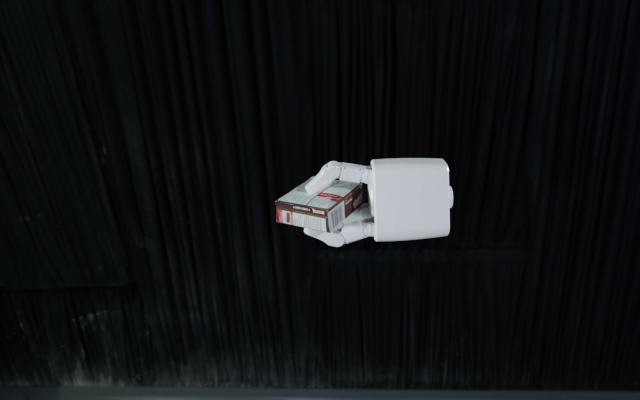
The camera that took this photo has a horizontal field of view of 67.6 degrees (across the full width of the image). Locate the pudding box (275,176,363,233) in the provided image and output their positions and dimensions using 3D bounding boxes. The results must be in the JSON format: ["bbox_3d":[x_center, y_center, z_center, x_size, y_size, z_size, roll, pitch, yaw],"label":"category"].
[{"bbox_3d":[0.000,0.002,0.709,0.090,0.039,0.113,9,25,28],"label":"pudding box"}]
